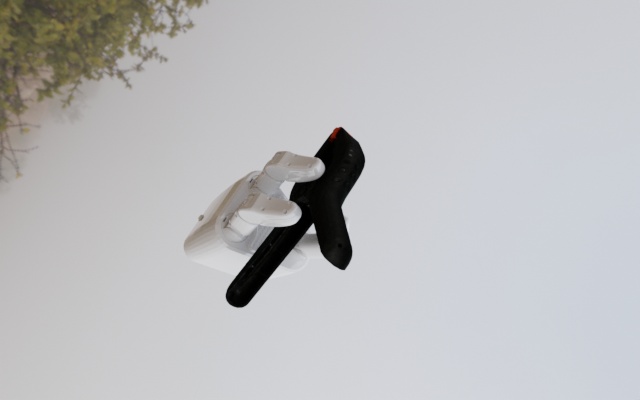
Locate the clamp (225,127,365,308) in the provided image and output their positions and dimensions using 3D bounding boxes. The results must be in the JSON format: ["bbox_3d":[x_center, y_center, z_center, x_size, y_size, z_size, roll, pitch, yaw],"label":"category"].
[{"bbox_3d":[0.001,0.002,0.447,0.036,0.210,0.164,41,-35,-20],"label":"clamp"}]
